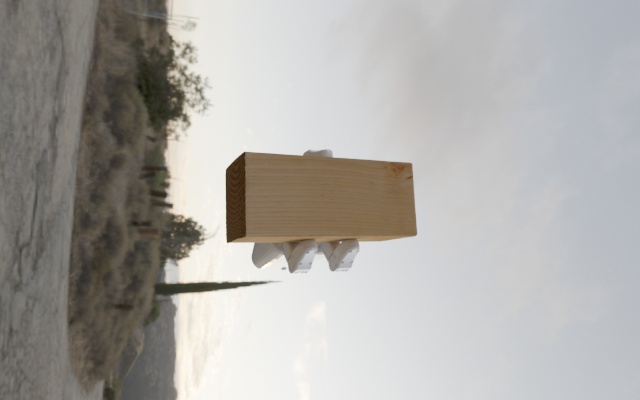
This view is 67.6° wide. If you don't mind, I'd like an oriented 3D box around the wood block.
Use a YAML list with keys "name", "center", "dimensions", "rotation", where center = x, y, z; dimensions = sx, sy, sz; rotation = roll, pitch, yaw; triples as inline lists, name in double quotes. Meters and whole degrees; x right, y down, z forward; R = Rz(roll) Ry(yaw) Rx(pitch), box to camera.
- name: "wood block"
  center: [0.000, 0.002, 0.561]
  dimensions: [0.206, 0.091, 0.090]
  rotation: [1, -10, -24]
